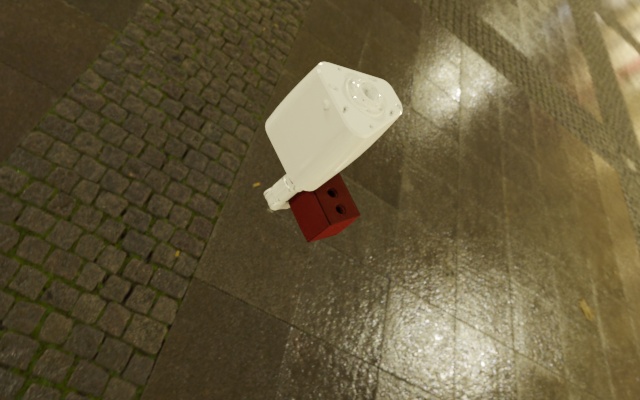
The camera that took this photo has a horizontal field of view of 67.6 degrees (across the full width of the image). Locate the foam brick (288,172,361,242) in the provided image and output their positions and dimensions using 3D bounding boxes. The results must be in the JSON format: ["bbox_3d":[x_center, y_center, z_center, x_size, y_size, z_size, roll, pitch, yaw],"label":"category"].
[{"bbox_3d":[0.000,0.002,0.571,0.053,0.078,0.051,-14,-18,-44],"label":"foam brick"}]
